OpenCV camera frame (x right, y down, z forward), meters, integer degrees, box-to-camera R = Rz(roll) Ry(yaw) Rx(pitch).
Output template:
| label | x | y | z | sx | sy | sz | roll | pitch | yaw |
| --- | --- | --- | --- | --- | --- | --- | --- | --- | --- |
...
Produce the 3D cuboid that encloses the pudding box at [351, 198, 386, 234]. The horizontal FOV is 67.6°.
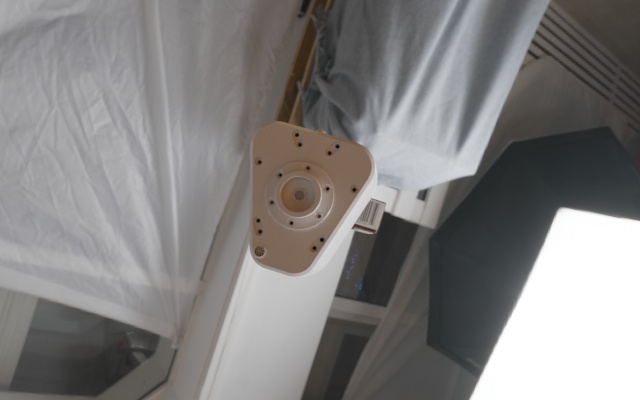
| label | x | y | z | sx | sy | sz | roll | pitch | yaw |
| --- | --- | --- | --- | --- | --- | --- | --- | --- | --- |
| pudding box | 0.000 | 0.002 | 0.525 | 0.113 | 0.039 | 0.090 | 20 | -5 | -23 |
